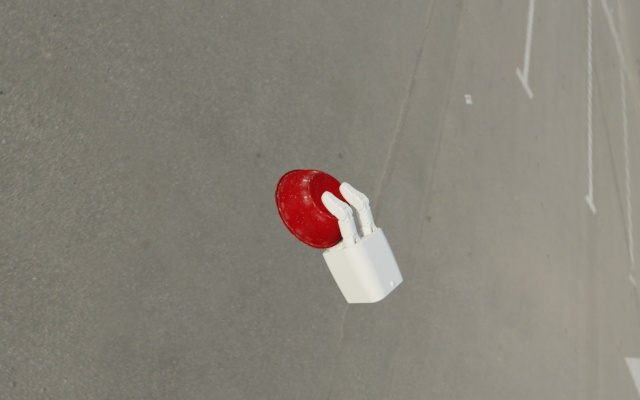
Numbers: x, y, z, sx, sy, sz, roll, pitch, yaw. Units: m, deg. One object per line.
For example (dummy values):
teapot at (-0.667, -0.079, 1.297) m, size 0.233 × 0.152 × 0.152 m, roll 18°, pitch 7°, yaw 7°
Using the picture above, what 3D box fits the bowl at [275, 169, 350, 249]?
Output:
bowl at (0.000, 0.002, 0.859) m, size 0.162 × 0.162 × 0.055 m, roll 0°, pitch -26°, yaw -41°
